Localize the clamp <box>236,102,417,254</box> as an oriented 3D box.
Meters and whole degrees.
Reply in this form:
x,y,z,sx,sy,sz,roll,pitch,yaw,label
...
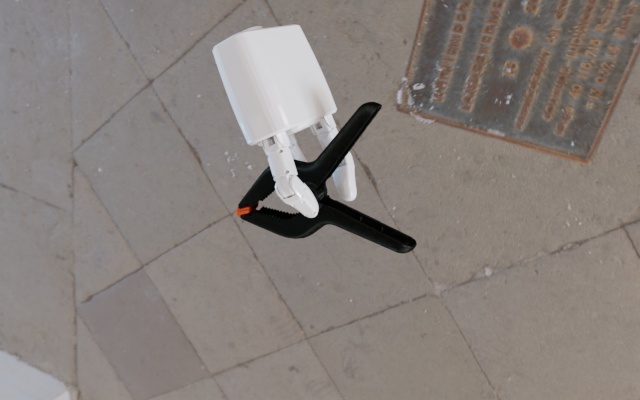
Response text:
x,y,z,sx,sy,sz,roll,pitch,yaw,label
-0.001,0.002,0.540,0.210,0.164,0.036,-19,6,27,clamp
